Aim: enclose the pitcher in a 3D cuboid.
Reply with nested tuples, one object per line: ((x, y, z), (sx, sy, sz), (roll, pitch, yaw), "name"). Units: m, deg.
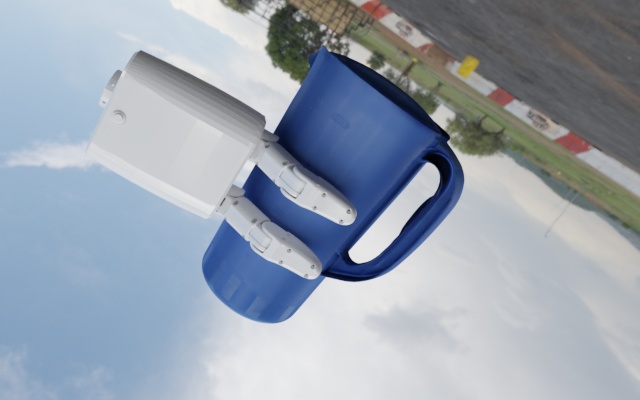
((0.000, 0.001, 0.434), (0.145, 0.243, 0.149), (29, 20, -20), "pitcher")
